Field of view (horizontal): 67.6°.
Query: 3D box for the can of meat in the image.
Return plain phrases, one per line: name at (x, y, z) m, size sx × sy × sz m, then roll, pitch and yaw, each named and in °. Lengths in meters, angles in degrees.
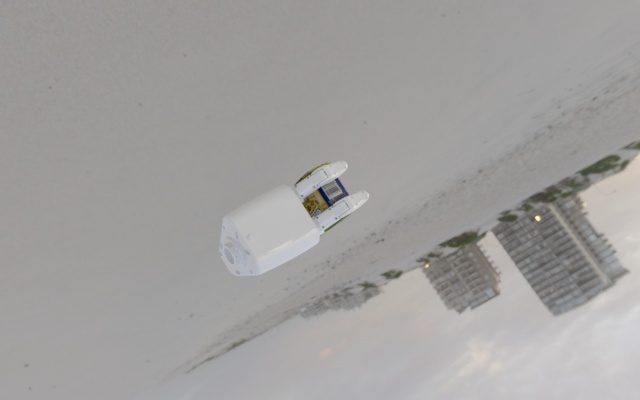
can of meat at (0.000, 0.003, 0.741) m, size 0.057 × 0.084 × 0.102 m, roll -27°, pitch -10°, yaw -36°
